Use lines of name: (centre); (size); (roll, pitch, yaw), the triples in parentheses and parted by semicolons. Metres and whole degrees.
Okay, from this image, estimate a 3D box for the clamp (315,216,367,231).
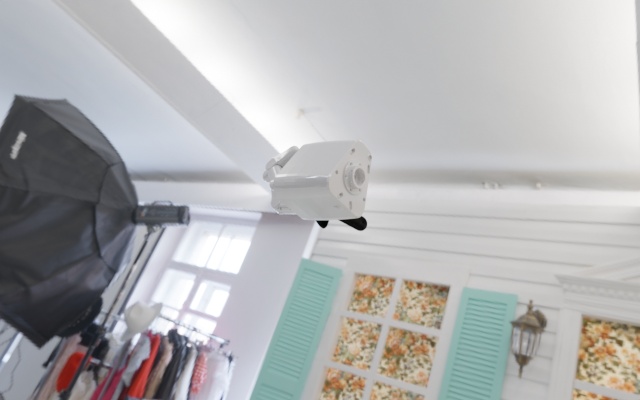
clamp: (0.000, 0.002, 0.804); (0.120, 0.039, 0.171); (-1, -32, 42)
